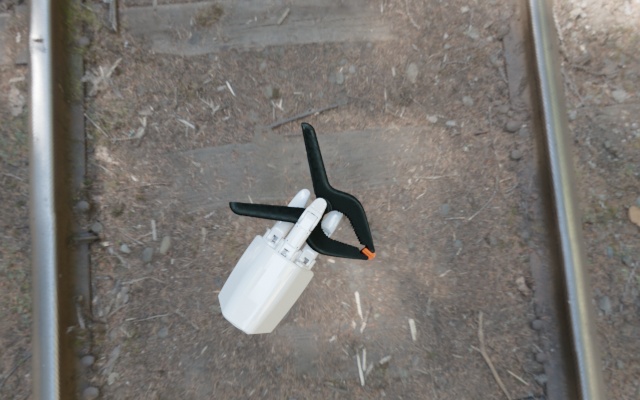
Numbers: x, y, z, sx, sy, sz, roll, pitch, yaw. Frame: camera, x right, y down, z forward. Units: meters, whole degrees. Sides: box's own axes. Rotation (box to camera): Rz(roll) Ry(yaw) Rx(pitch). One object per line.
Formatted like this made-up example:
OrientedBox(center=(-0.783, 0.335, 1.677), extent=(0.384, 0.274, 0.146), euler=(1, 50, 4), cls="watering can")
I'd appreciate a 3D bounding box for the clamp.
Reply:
OrientedBox(center=(0.000, 0.003, 0.673), extent=(0.210, 0.164, 0.036), euler=(35, -2, 1), cls="clamp")
